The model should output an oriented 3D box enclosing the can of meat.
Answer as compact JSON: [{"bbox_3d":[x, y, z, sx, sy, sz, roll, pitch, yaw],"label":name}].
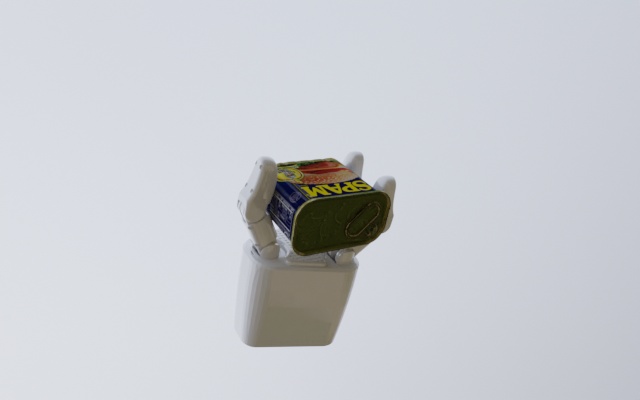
[{"bbox_3d":[0.000,0.001,0.454,0.102,0.057,0.084,-7,32,-31],"label":"can of meat"}]
